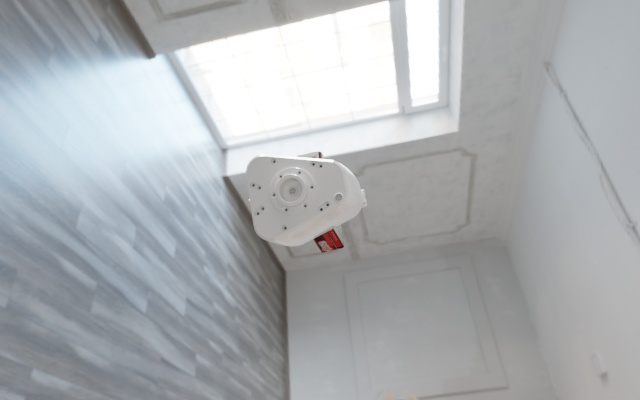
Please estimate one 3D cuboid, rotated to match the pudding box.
[{"bbox_3d":[0.000,0.002,0.660,0.039,0.113,0.090,-11,-36,12],"label":"pudding box"}]
